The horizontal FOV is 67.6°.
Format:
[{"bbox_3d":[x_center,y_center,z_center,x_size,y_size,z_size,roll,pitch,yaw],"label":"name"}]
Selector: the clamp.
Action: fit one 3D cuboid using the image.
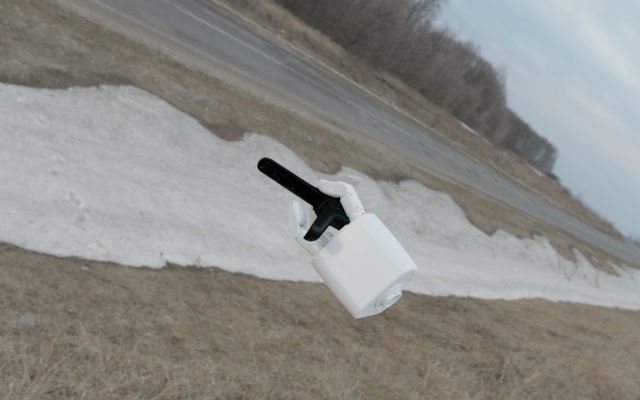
[{"bbox_3d":[0.001,0.002,0.749,0.210,0.036,0.164,9,38,-55],"label":"clamp"}]
